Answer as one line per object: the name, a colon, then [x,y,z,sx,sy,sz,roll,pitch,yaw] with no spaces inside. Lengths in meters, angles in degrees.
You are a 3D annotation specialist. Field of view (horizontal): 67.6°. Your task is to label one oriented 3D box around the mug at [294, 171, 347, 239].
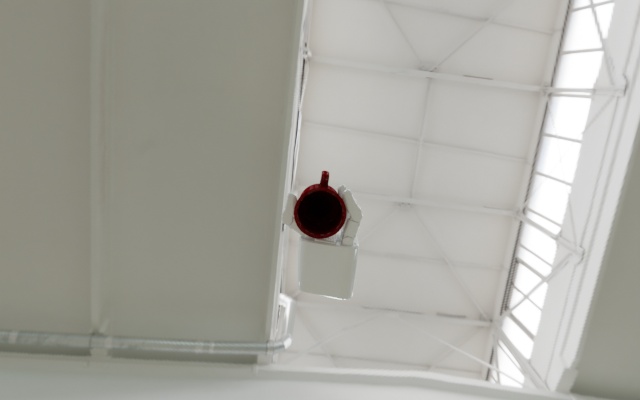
mug: [0.000,0.001,0.873,0.093,0.117,0.081,5,12,-2]
